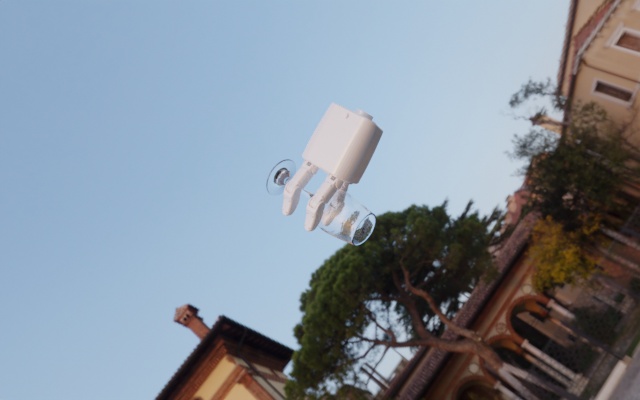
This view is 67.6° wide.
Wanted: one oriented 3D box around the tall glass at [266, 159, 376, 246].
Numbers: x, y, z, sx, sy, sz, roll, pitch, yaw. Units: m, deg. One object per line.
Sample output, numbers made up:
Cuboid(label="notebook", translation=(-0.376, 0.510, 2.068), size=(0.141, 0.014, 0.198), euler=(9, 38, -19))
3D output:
Cuboid(label="tall glass", translation=(0.000, 0.003, 0.832), size=(0.201, 0.079, 0.079), euler=(33, 18, 30))
